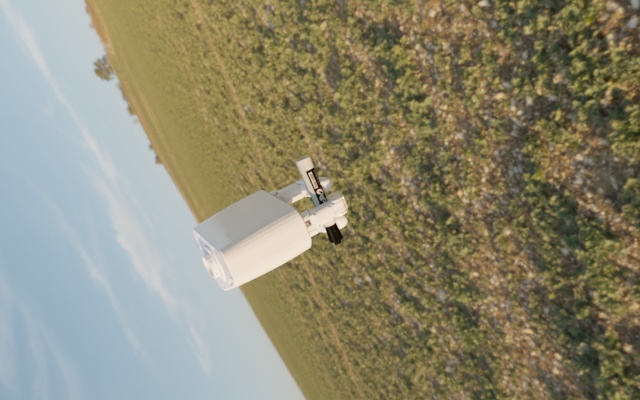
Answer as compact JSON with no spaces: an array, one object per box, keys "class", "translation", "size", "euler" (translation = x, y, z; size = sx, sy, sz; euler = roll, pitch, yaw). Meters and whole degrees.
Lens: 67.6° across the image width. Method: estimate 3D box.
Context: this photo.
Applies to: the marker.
[{"class":"marker","translation":[0.000,0.002,0.611],"size":[0.020,0.121,0.020],"euler":[-22,13,5]}]
